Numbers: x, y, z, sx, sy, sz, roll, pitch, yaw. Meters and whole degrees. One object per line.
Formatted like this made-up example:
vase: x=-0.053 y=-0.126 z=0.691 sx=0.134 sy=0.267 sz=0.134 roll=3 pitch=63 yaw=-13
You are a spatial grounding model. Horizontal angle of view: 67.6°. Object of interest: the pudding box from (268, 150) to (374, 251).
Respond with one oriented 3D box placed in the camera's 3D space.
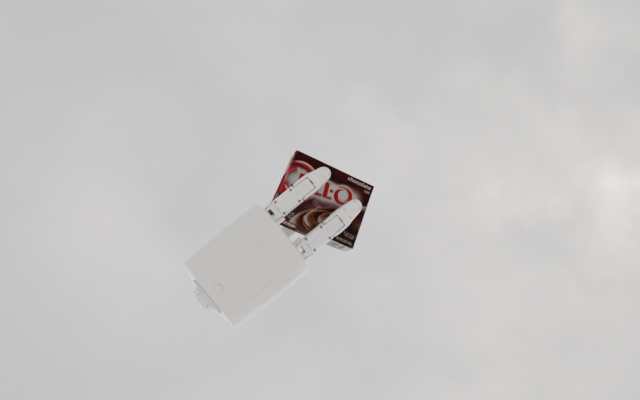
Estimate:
pudding box: x=0.000 y=0.002 z=0.598 sx=0.113 sy=0.090 sz=0.039 roll=25 pitch=-20 yaw=-11
